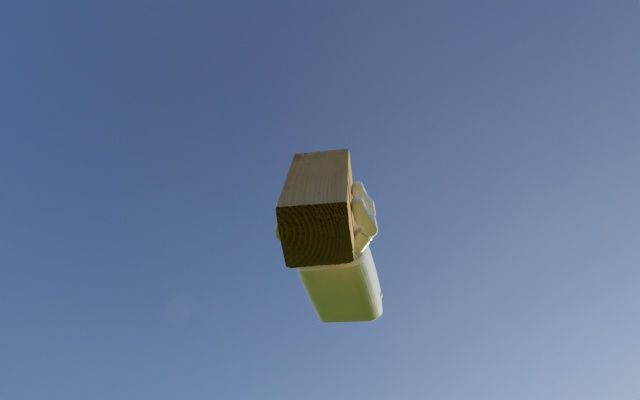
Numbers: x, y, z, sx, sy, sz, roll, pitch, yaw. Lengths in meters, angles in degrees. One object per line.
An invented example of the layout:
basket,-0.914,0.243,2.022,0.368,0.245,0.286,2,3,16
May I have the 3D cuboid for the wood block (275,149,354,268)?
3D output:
wood block,0.000,0.003,0.686,0.091,0.090,0.206,-6,23,6
